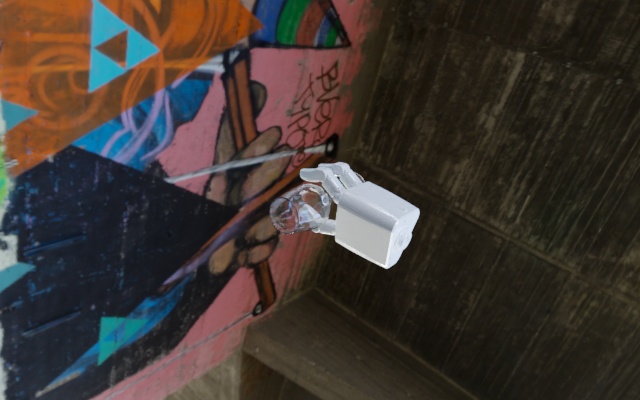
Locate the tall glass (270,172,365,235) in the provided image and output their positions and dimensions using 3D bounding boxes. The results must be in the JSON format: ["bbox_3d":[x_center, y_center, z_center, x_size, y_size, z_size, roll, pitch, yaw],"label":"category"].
[{"bbox_3d":[0.000,0.003,0.835,0.079,0.079,0.201,0,13,37],"label":"tall glass"}]
